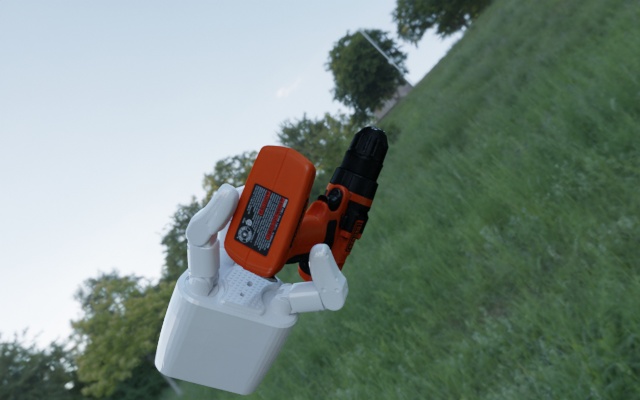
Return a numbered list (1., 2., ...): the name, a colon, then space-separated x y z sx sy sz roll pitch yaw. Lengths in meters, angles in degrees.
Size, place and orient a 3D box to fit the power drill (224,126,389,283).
1. power drill: 0.000 0.002 0.458 0.057 0.184 0.187 22 4 26
